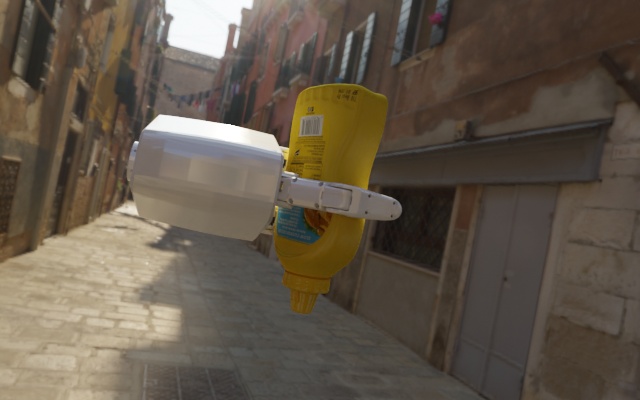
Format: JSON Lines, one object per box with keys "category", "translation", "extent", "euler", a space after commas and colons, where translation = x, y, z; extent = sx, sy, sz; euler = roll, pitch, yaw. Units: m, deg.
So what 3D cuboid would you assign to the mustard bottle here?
{"category": "mustard bottle", "translation": [0.000, 0.001, 0.411], "extent": [0.058, 0.191, 0.096], "euler": [12, -2, -38]}
